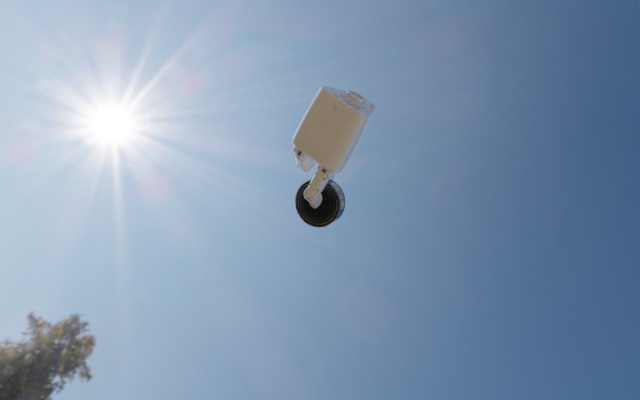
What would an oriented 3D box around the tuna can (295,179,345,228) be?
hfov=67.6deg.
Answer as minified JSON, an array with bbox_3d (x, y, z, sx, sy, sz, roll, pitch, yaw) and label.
[{"bbox_3d":[0.000,0.003,0.849,0.086,0.086,0.033,0,10,25],"label":"tuna can"}]
